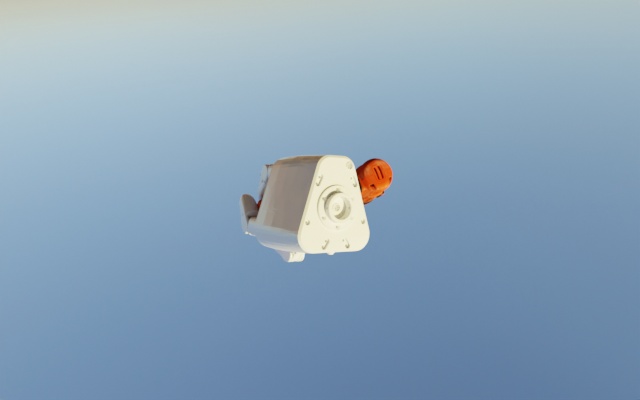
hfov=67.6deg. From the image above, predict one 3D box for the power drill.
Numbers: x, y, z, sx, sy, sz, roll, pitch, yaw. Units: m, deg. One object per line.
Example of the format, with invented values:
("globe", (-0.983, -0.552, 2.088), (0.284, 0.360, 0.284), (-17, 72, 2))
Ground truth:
("power drill", (0.000, 0.002, 0.698), (0.187, 0.057, 0.184), (-23, -7, -13))
